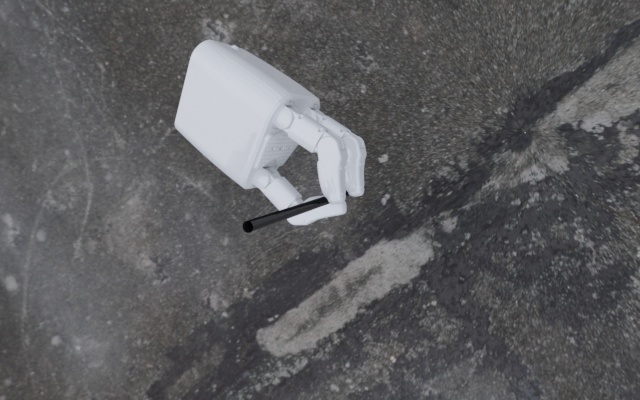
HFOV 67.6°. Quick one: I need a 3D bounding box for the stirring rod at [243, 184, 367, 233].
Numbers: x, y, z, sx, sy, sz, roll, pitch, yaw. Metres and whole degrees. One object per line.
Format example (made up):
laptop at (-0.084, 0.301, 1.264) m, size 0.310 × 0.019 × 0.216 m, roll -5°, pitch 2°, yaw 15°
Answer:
stirring rod at (0.000, 0.001, 0.417) m, size 0.011 × 0.011 × 0.239 m, roll 0°, pitch 7°, yaw 23°
